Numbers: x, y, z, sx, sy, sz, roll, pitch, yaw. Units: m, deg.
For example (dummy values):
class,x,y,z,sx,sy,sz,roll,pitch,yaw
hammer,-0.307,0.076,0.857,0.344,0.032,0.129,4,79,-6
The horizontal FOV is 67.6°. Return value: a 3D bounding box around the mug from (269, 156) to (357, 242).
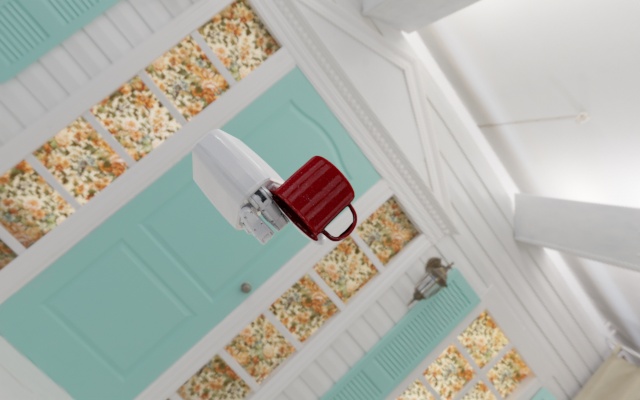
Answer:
class,x,y,z,sx,sy,sz,roll,pitch,yaw
mug,0.001,0.003,0.641,0.081,0.117,0.093,-43,-10,-11
